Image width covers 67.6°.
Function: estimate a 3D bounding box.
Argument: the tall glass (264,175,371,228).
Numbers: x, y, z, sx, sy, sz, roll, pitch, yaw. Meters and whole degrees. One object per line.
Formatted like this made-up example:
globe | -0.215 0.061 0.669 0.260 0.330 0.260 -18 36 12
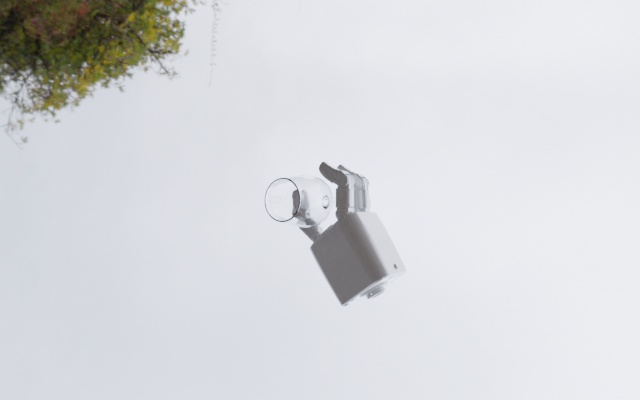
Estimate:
tall glass | 0.000 0.002 0.740 0.079 0.079 0.201 0 -2 33
